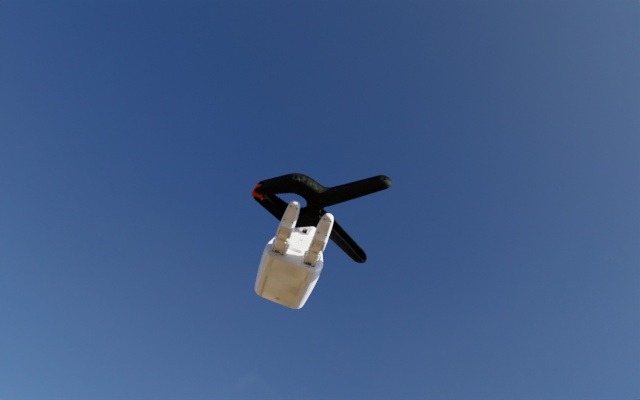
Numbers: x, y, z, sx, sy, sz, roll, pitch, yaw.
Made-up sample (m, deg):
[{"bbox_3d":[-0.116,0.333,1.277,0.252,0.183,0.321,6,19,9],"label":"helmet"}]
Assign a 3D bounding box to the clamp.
[{"bbox_3d":[0.000,0.002,0.740,0.210,0.165,0.036,21,33,0],"label":"clamp"}]
